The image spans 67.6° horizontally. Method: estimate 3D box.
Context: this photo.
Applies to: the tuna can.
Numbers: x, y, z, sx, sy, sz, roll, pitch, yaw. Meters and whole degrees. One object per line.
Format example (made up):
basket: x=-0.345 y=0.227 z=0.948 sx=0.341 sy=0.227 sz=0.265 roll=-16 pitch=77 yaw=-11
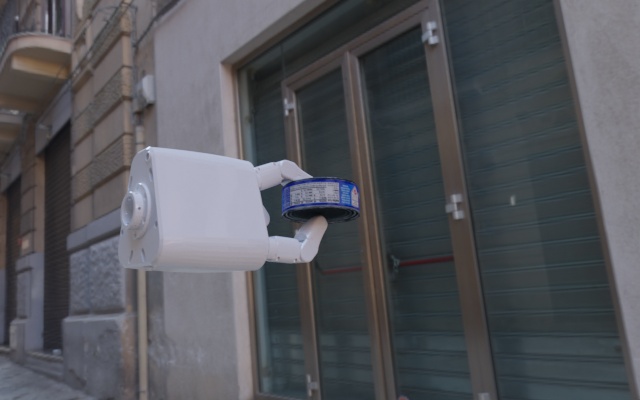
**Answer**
tuna can: x=0.000 y=0.001 z=0.523 sx=0.086 sy=0.033 sz=0.086 roll=-1 pitch=-14 yaw=0
